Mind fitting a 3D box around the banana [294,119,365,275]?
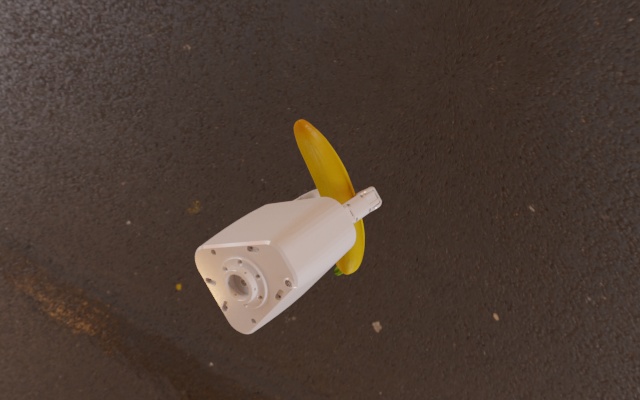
[{"bbox_3d":[0.014,0.006,0.532,0.037,0.198,0.069,-28,23,-38],"label":"banana"}]
